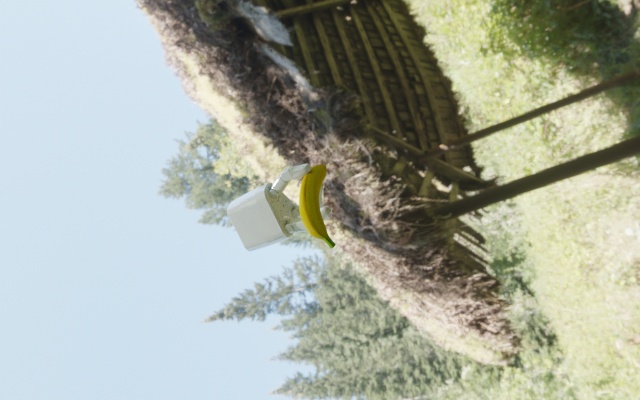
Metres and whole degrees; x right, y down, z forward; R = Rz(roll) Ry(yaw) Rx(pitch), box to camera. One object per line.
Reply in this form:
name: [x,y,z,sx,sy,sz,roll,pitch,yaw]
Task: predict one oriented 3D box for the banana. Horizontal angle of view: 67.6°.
banana: [-0.011,-0.003,0.885,0.037,0.197,0.070,-27,-44,27]
